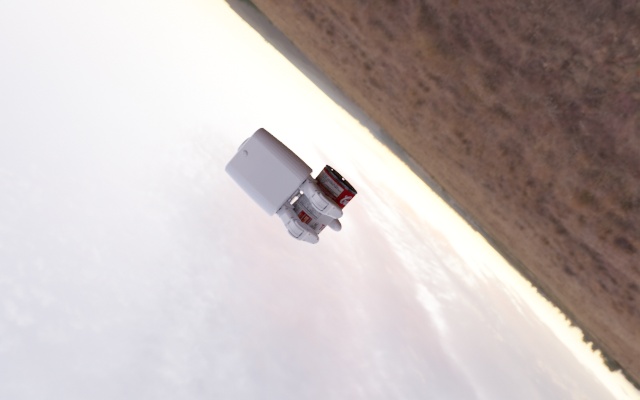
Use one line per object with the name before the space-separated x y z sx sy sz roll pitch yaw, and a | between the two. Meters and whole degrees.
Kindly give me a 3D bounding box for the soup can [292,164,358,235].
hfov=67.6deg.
soup can | 0.000 0.003 0.756 0.068 0.102 0.068 41 11 -9
